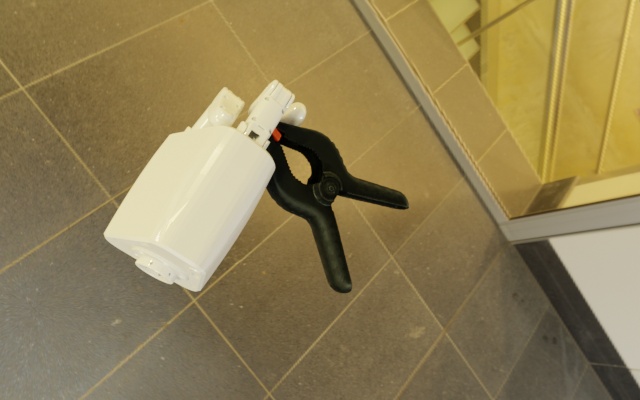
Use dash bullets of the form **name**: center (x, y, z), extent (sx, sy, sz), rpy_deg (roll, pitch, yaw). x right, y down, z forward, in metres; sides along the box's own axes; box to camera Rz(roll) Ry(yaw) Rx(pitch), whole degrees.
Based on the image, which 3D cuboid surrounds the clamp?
- **clamp**: center (0.000, 0.001, 0.439), extent (0.171, 0.120, 0.039), rpy_deg (37, -26, -19)
